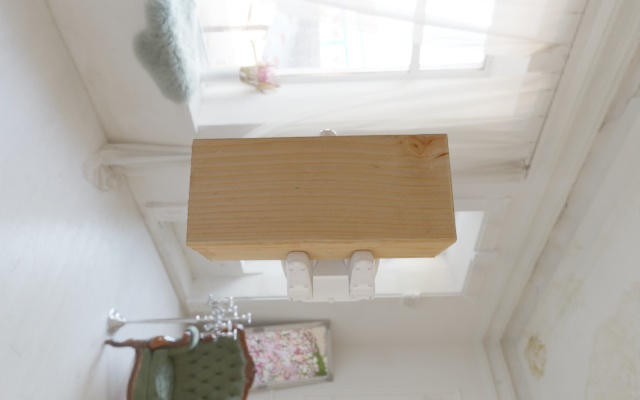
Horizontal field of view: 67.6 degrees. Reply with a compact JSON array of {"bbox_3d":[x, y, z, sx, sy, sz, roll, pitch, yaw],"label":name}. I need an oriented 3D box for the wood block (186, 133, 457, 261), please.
[{"bbox_3d":[0.000,0.001,0.414,0.206,0.090,0.090,-1,-16,1],"label":"wood block"}]
